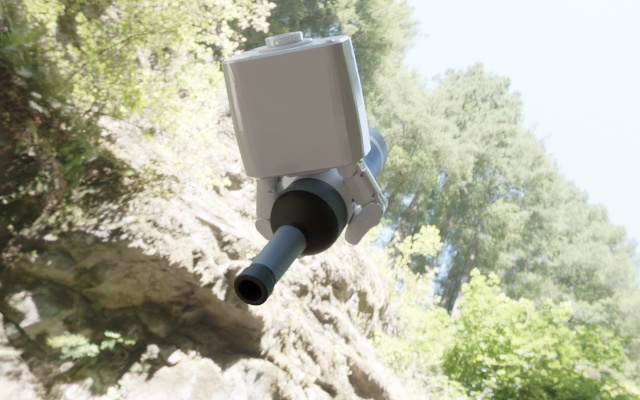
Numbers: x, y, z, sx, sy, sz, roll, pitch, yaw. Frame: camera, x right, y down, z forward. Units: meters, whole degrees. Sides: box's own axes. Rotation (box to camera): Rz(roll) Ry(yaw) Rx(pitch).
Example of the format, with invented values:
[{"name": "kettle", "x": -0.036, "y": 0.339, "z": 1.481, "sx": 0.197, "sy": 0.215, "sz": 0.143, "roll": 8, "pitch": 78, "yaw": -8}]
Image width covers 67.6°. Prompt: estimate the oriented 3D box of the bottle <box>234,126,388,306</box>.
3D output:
[{"name": "bottle", "x": 0.000, "y": 0.001, "z": 0.462, "sx": 0.069, "sy": 0.069, "sz": 0.295, "roll": 0, "pitch": 25, "yaw": 22}]
